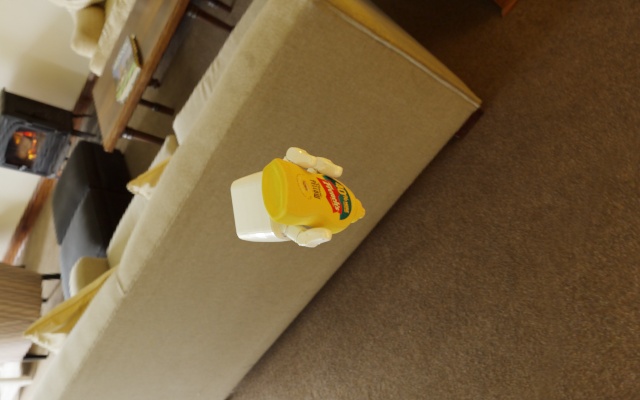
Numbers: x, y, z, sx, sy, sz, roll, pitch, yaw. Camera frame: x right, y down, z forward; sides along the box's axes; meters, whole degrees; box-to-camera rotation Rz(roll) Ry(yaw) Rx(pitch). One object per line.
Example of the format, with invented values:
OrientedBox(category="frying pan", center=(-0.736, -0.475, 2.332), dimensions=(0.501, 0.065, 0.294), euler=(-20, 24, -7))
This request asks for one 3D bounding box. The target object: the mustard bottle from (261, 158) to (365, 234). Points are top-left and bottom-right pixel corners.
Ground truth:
OrientedBox(category="mustard bottle", center=(0.000, 0.002, 0.741), dimensions=(0.192, 0.096, 0.058), euler=(16, -42, -42))
